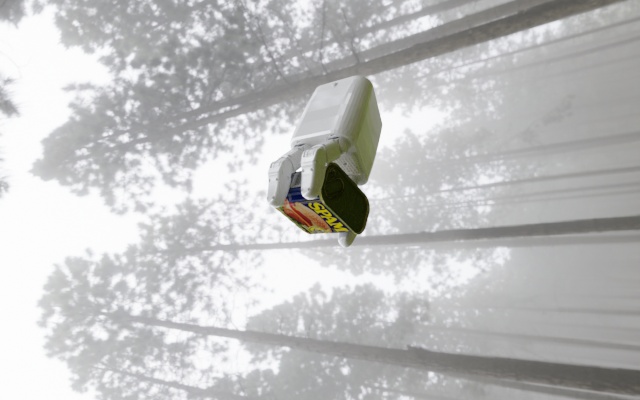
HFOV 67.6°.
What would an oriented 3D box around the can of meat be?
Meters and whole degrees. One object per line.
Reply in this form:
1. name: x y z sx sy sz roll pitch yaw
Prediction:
1. can of meat: 0.000 0.002 0.608 0.084 0.057 0.102 -6 -36 38
